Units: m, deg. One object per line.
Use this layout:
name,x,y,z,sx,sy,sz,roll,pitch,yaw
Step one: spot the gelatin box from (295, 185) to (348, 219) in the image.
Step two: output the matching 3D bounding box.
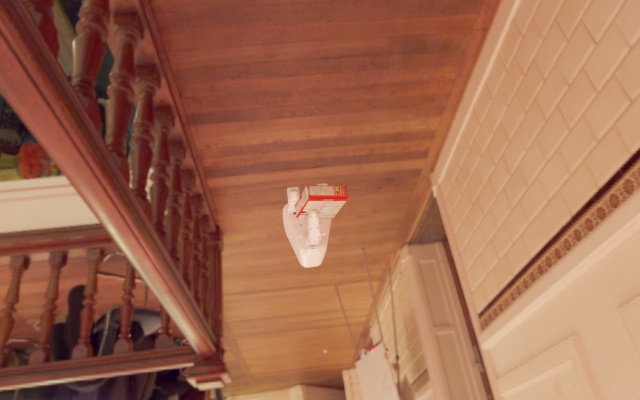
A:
gelatin box,0.000,0.003,0.850,0.073,0.030,0.089,1,-24,-18
